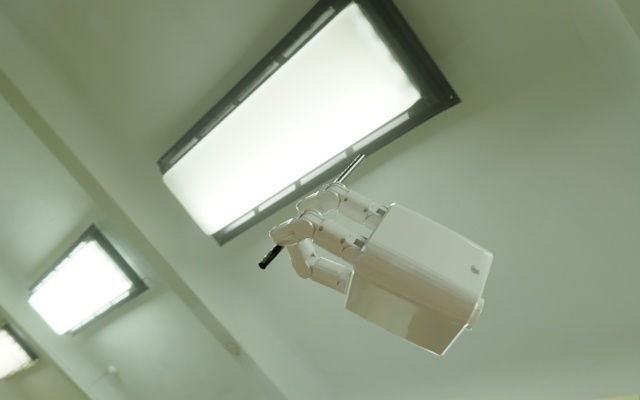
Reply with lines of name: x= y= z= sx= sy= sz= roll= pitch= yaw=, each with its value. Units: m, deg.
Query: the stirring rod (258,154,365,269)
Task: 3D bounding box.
stirring rod: x=0.000 y=0.002 z=0.531 sx=0.011 sy=0.011 sz=0.239 roll=0 pitch=29 yaw=31
